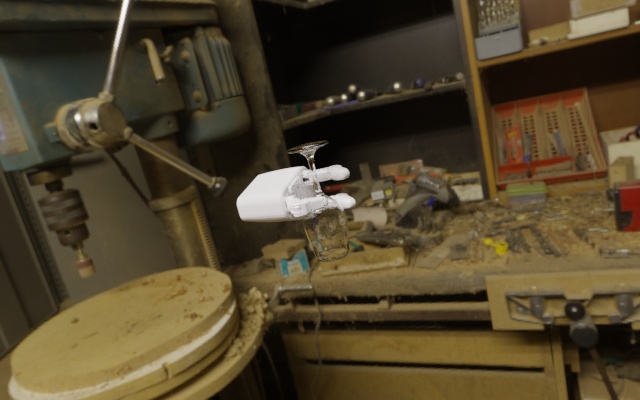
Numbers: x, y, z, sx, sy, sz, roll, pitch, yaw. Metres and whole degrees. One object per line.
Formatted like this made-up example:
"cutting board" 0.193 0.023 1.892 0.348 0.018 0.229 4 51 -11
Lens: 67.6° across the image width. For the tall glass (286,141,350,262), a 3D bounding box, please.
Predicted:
"tall glass" 0.000 0.002 0.830 0.079 0.201 0.079 -13 13 3
